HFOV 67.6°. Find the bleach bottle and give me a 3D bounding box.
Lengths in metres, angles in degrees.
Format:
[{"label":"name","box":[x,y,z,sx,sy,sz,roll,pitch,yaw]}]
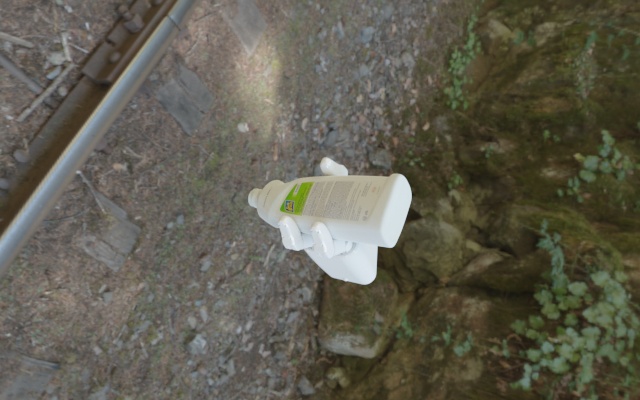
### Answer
[{"label":"bleach bottle","box":[0.000,0.002,0.713,0.251,0.102,0.068,8,-28,32]}]
